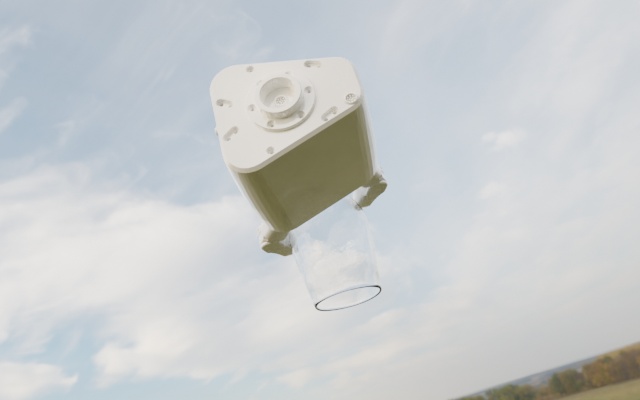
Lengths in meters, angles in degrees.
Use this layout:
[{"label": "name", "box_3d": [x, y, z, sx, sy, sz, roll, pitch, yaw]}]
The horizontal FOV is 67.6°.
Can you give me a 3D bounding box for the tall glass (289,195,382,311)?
[{"label": "tall glass", "box_3d": [0.000, 0.001, 0.466, 0.079, 0.201, 0.079, -13, -25, -6]}]
